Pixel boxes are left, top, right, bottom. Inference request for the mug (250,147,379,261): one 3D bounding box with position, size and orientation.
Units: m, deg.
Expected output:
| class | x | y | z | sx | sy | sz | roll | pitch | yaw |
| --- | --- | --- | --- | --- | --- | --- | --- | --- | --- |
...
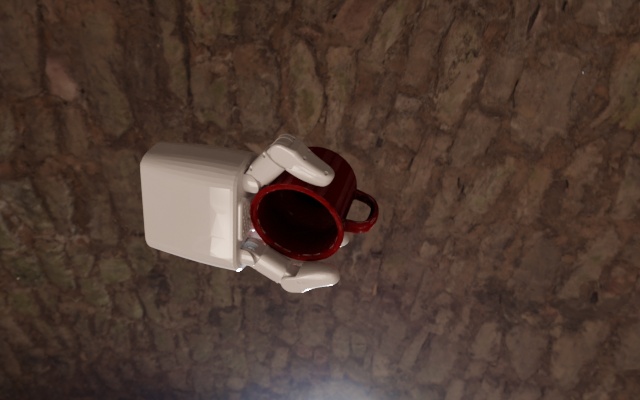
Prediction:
| class | x | y | z | sx | sy | sz | roll | pitch | yaw |
| --- | --- | --- | --- | --- | --- | --- | --- | --- | --- |
| mug | 0.002 | 0.002 | 0.473 | 0.117 | 0.093 | 0.081 | 10 | 40 | 14 |
